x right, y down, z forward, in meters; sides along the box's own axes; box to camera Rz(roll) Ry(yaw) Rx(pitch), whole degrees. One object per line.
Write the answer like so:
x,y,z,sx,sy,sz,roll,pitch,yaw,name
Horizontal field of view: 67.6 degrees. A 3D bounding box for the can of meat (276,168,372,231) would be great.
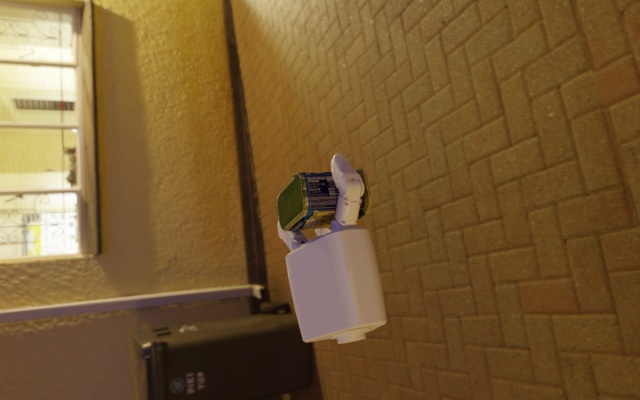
0.000,0.002,0.581,0.084,0.057,0.102,-3,-18,-24,can of meat
